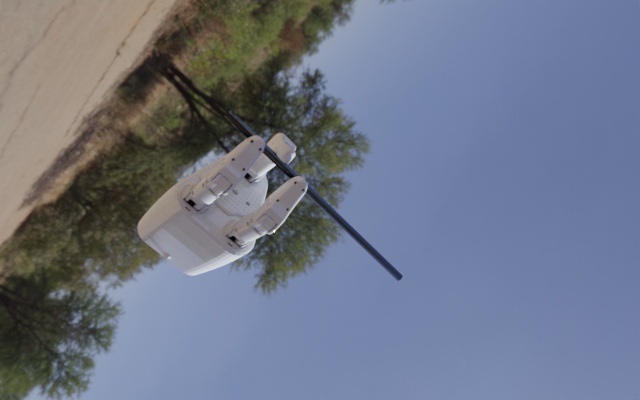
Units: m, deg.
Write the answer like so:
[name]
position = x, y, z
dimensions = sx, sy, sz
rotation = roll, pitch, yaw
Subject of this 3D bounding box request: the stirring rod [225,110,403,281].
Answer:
[stirring rod]
position = 0.000, 0.001, 0.460
dimensions = 0.239, 0.011, 0.011
rotation = 44, -17, -18
